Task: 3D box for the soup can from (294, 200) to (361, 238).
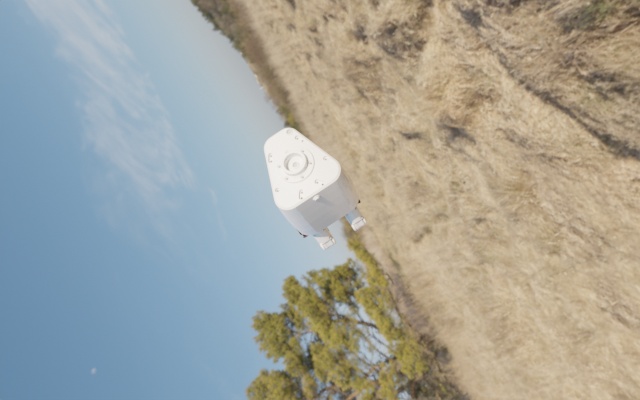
[{"bbox_3d":[0.000,0.003,0.719,0.102,0.068,0.068,-33,-1,2],"label":"soup can"}]
